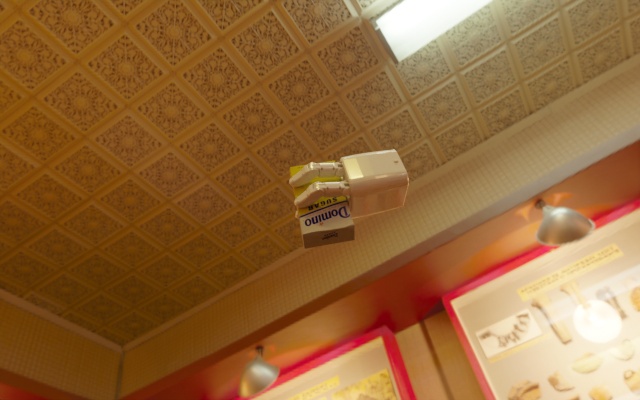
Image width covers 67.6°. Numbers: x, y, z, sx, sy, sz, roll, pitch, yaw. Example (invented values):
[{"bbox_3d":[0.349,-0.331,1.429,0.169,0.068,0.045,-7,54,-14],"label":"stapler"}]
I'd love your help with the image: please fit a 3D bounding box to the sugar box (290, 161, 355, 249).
[{"bbox_3d":[0.000,0.002,0.880,0.093,0.048,0.176,-10,44,-5],"label":"sugar box"}]
